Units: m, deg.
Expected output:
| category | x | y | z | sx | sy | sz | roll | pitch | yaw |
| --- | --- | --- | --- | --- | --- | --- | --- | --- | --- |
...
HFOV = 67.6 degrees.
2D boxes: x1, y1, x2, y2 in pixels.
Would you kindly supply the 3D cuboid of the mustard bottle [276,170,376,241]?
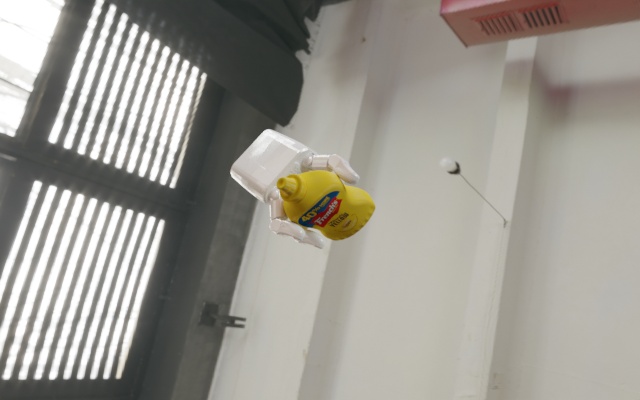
| category | x | y | z | sx | sy | sz | roll | pitch | yaw |
| --- | --- | --- | --- | --- | --- | --- | --- | --- | --- |
| mustard bottle | 0.000 | 0.003 | 0.723 | 0.096 | 0.058 | 0.192 | -40 | -36 | 18 |
